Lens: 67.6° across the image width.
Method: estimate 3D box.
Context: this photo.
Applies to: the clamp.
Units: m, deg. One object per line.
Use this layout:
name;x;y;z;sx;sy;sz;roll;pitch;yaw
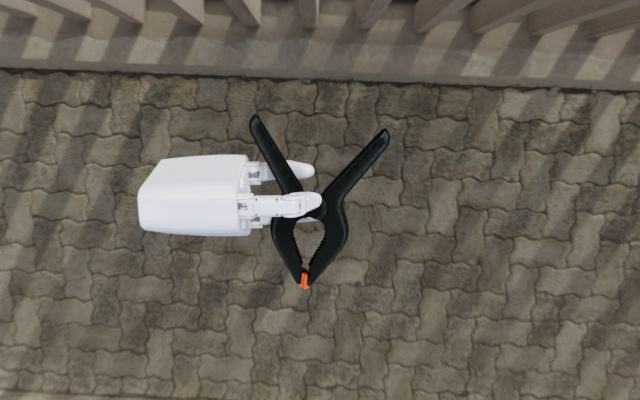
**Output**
clamp;0.000;0.003;0.572;0.164;0.210;0.036;-1;11;0
